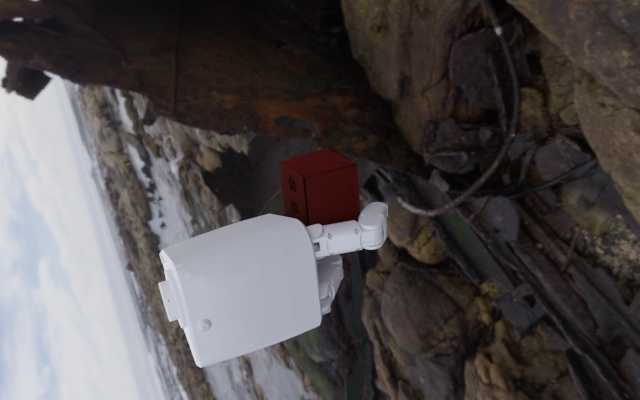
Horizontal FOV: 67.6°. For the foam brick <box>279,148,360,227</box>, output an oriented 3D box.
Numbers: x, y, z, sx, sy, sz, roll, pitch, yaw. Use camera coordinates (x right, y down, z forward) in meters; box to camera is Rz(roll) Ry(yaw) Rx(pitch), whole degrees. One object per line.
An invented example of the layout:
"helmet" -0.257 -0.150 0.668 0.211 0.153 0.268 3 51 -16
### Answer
"foam brick" 0.000 0.001 0.420 0.051 0.078 0.053 -15 25 -21
